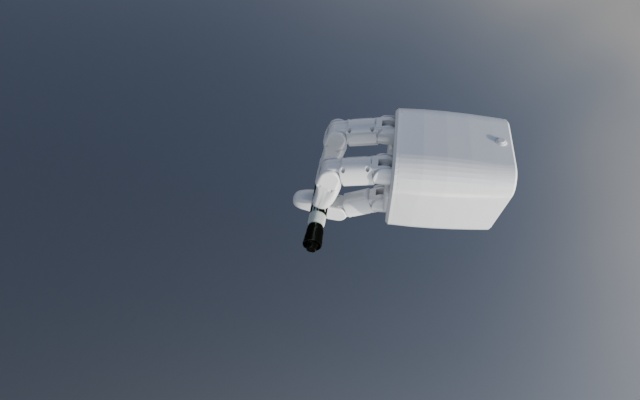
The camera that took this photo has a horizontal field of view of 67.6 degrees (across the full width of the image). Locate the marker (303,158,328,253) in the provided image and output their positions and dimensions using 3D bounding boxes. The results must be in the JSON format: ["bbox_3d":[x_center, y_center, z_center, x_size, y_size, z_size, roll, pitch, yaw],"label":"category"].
[{"bbox_3d":[0.000,0.002,0.492,0.020,0.121,0.020,6,-40,5],"label":"marker"}]
